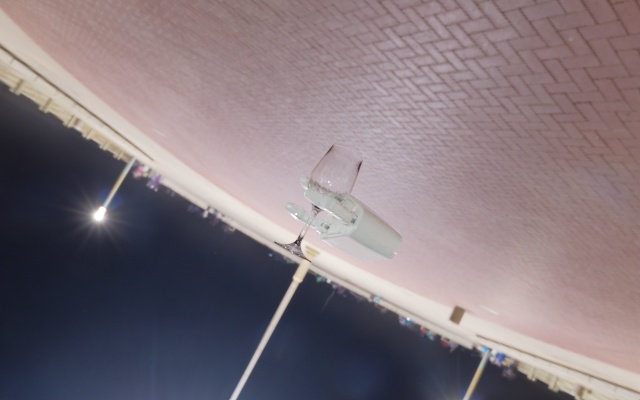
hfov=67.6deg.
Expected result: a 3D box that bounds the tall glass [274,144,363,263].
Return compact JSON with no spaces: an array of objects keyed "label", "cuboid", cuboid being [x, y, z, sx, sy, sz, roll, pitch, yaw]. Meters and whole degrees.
[{"label":"tall glass","cuboid":[0.000,0.003,0.828,0.079,0.201,0.079,28,-8,4]}]
